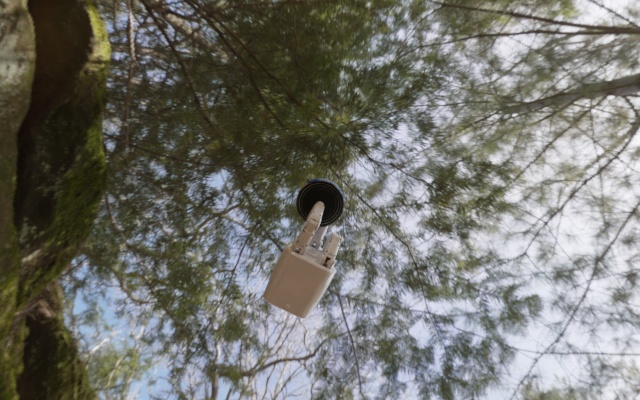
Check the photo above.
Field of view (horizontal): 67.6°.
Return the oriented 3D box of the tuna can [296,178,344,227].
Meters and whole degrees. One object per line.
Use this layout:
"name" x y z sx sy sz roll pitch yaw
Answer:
"tuna can" 0.000 0.003 0.867 0.086 0.086 0.033 0 14 4
